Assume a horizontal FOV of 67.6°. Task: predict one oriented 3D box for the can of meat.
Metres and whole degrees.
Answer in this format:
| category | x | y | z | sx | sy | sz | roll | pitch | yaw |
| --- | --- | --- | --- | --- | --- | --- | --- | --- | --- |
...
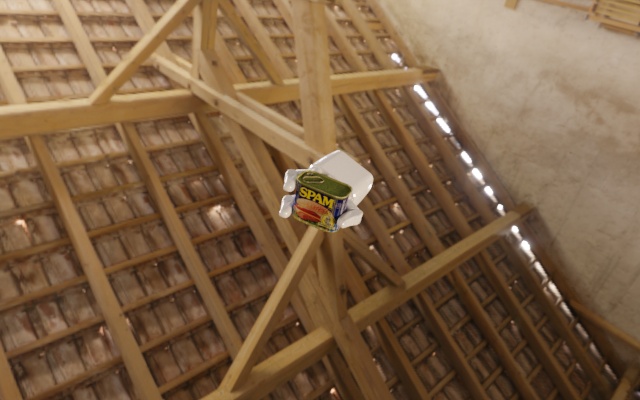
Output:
| category | x | y | z | sx | sy | sz | roll | pitch | yaw |
| --- | --- | --- | --- | --- | --- | --- | --- | --- | --- |
| can of meat | 0.000 | 0.003 | 0.891 | 0.102 | 0.084 | 0.057 | 23 | 32 | 16 |
